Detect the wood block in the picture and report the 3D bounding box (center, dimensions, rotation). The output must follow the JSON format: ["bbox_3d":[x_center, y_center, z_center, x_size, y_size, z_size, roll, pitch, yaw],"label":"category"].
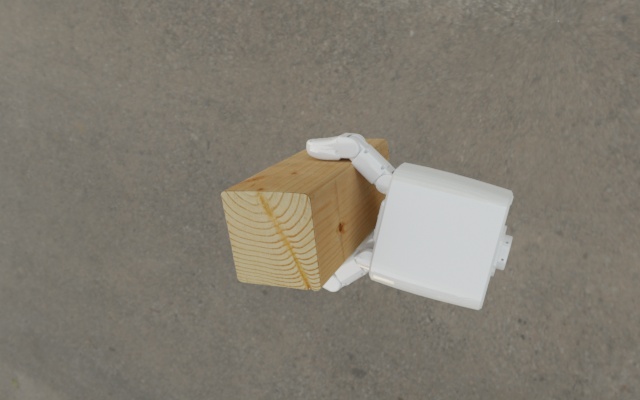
[{"bbox_3d":[0.000,0.001,0.499,0.090,0.091,0.206,2,19,26],"label":"wood block"}]
